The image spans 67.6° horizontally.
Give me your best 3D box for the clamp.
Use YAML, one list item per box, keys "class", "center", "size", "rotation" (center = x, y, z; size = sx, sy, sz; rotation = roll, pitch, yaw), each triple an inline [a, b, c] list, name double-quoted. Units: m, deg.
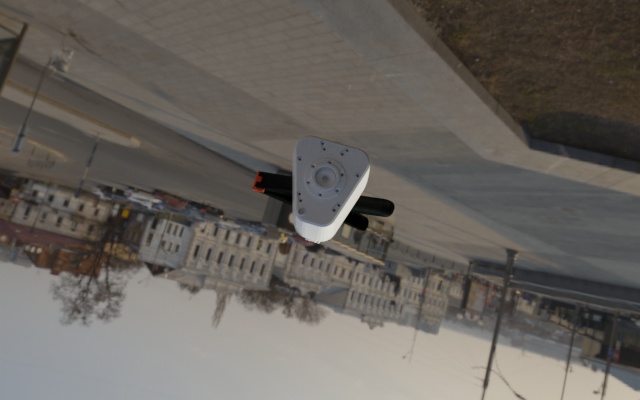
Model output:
- class: "clamp"
  center: [-0.001, 0.003, 0.744]
  size: [0.210, 0.036, 0.164]
  rotation: [15, -14, 2]
